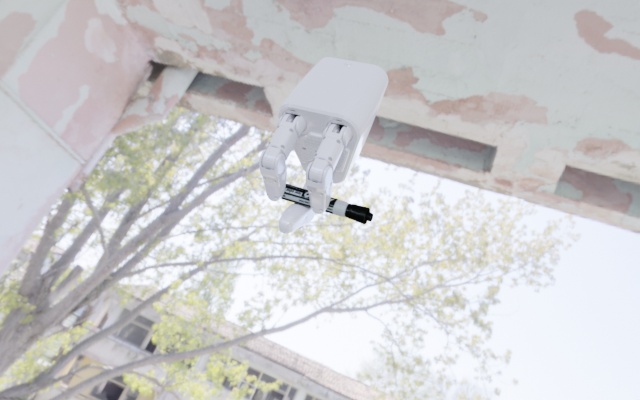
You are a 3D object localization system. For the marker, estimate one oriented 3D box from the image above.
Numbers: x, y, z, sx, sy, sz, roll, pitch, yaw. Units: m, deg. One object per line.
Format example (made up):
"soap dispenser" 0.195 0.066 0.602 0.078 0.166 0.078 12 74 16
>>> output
"marker" 0.000 0.002 0.525 0.121 0.020 0.020 16 5 19
